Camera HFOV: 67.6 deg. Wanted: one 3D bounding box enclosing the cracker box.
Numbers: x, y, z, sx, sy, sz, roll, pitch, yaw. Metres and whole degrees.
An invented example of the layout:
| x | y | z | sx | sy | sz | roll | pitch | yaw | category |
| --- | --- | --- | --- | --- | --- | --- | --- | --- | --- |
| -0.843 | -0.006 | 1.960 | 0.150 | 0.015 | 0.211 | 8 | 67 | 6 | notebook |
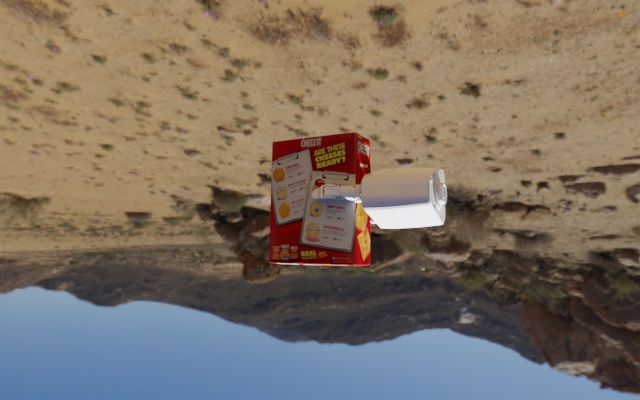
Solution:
| x | y | z | sx | sy | sz | roll | pitch | yaw | category |
| --- | --- | --- | --- | --- | --- | --- | --- | --- | --- |
| 0.000 | 0.003 | 0.815 | 0.164 | 0.213 | 0.072 | -3 | -8 | 27 | cracker box |
